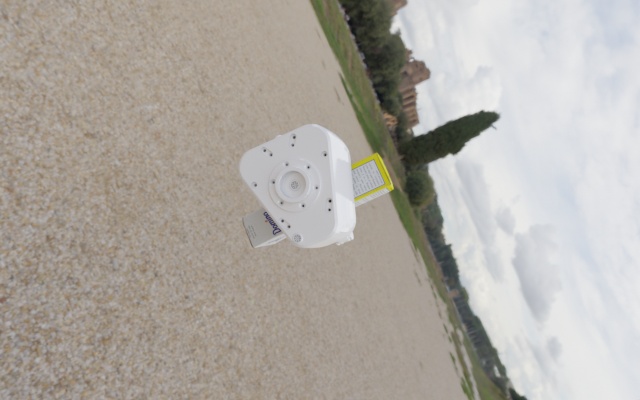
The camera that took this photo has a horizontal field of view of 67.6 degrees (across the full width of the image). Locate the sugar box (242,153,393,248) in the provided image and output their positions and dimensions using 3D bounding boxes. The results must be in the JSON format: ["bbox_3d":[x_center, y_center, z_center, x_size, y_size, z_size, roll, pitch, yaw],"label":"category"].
[{"bbox_3d":[0.000,0.001,0.580,0.176,0.048,0.093,-23,-6,9],"label":"sugar box"}]
